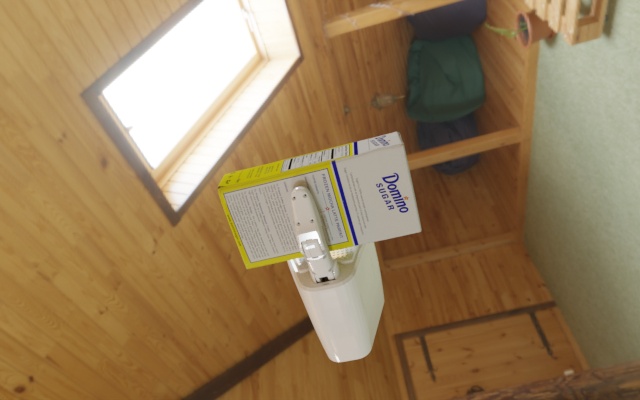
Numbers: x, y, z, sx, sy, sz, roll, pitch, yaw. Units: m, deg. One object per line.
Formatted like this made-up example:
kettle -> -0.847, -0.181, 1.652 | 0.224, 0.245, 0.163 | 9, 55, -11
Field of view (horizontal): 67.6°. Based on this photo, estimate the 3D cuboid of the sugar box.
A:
sugar box -> 0.000, 0.001, 0.459 | 0.176, 0.093, 0.048 | -13, 25, 6
